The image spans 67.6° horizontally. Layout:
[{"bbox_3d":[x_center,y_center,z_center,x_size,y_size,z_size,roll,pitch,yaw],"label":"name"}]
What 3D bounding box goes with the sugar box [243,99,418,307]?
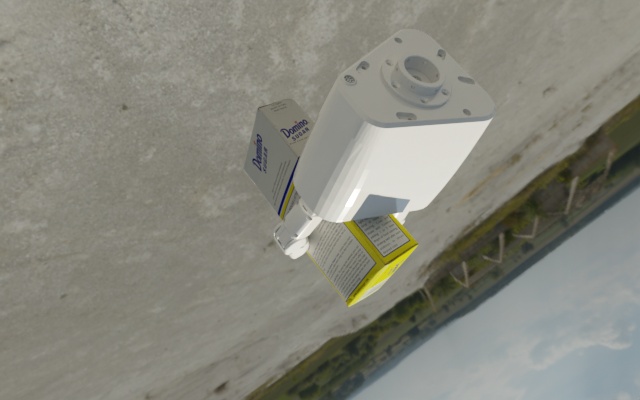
[{"bbox_3d":[0.001,0.001,0.430,0.048,0.176,0.093,-24,-22,-31],"label":"sugar box"}]
